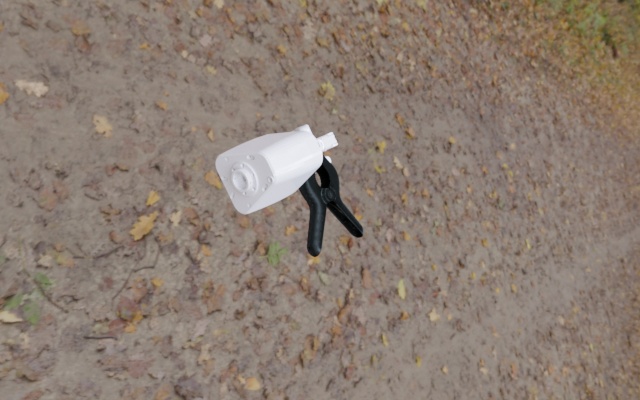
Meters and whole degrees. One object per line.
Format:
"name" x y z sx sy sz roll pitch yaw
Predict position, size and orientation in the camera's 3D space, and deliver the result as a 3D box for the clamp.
"clamp" 0.001 0.002 0.754 0.039 0.171 0.120 -21 7 41
